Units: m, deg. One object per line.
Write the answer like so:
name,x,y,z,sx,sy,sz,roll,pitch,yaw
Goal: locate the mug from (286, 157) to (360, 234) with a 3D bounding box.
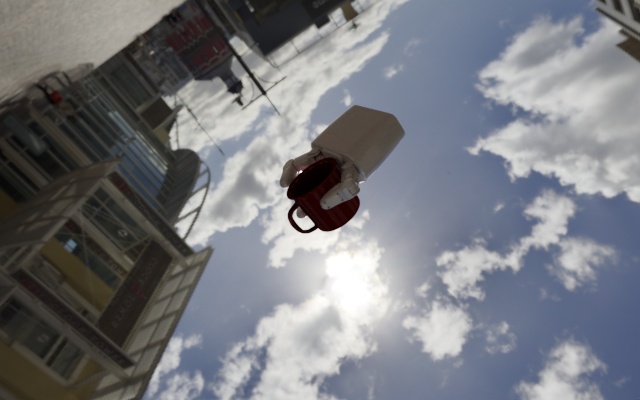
mug,-0.001,0.004,0.735,0.117,0.081,0.093,-46,26,-17
